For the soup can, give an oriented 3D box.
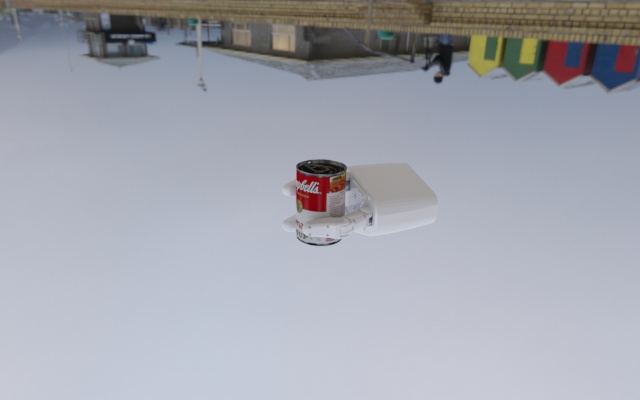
[{"bbox_3d":[0.000,0.002,0.647,0.068,0.102,0.068,1,22,-1],"label":"soup can"}]
